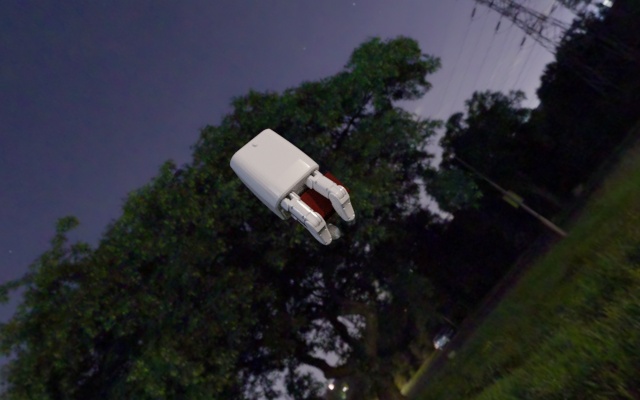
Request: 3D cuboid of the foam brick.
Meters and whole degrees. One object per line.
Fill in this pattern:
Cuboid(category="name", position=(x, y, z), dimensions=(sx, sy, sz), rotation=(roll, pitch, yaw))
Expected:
Cuboid(category="foam brick", position=(0.000, 0.002, 0.763), dimensions=(0.078, 0.051, 0.053), rotation=(-43, -11, -26))
